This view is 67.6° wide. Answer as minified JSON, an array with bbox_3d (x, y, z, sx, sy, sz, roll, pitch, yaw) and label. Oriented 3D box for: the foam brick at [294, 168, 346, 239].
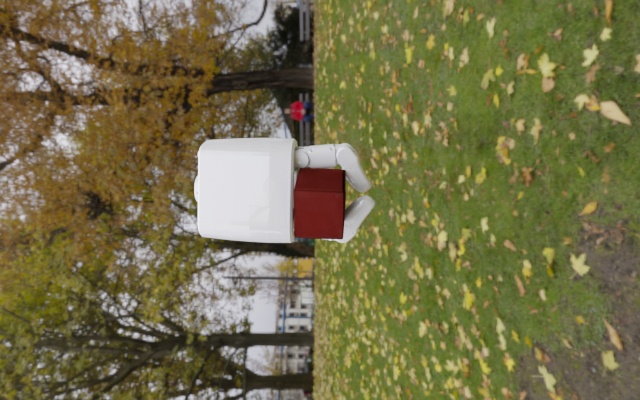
[{"bbox_3d":[0.000,0.002,0.504,0.051,0.053,0.078,2,20,2],"label":"foam brick"}]
